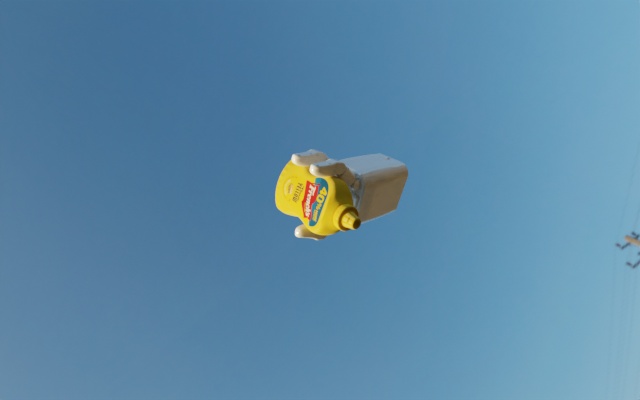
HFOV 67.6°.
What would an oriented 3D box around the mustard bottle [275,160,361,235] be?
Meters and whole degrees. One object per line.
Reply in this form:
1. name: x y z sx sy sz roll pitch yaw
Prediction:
1. mustard bottle: 0.000 0.002 0.774 0.058 0.096 0.191 13 12 -40
